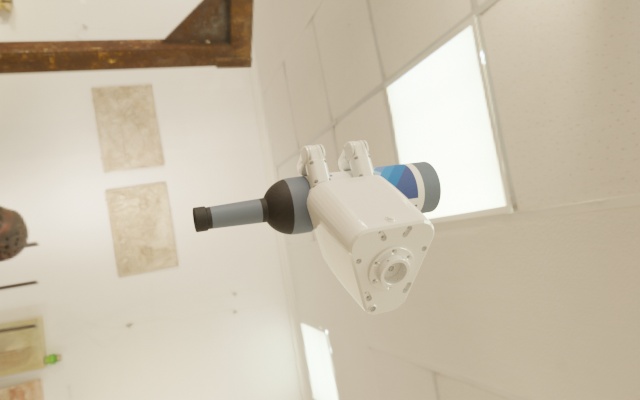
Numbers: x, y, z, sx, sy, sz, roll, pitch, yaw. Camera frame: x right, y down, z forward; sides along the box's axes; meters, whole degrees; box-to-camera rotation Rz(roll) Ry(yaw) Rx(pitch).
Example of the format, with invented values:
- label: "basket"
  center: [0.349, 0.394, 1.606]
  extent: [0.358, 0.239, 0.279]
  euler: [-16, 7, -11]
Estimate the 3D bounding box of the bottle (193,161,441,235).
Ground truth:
- label: "bottle"
  center: [0.000, 0.002, 0.568]
  extent: [0.295, 0.069, 0.069]
  euler: [-8, 3, -20]
